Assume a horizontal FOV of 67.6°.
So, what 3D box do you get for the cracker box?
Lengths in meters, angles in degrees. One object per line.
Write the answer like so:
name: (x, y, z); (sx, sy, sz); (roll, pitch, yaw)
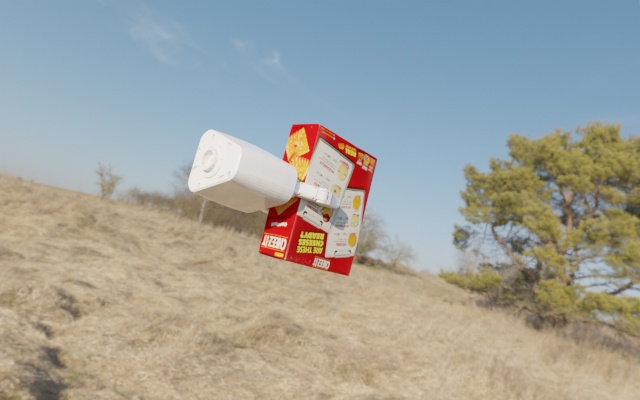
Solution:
cracker box: (0.000, 0.002, 0.786); (0.072, 0.213, 0.164); (8, -10, 42)
